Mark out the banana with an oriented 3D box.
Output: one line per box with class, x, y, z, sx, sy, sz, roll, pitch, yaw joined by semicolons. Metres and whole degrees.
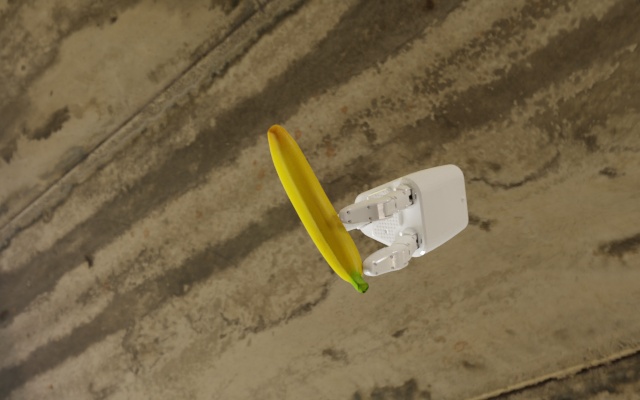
banana;-0.002;0.009;0.520;0.037;0.198;0.070;-29;-8;-18
